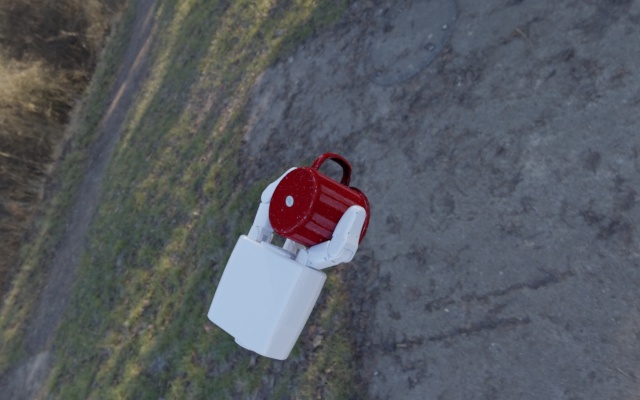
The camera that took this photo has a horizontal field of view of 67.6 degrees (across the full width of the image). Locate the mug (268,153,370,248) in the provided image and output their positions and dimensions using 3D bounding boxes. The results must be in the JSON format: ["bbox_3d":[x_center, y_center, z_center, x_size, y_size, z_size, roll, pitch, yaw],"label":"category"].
[{"bbox_3d":[0.001,0.000,0.544,0.081,0.117,0.093,27,-7,-39],"label":"mug"}]
